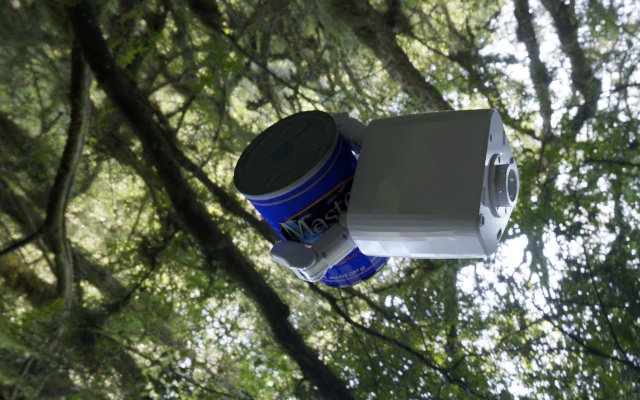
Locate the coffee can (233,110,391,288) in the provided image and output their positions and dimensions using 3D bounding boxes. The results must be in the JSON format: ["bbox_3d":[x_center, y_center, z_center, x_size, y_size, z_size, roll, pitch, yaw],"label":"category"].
[{"bbox_3d":[0.000,0.001,0.450,0.103,0.102,0.140,0,-40,38],"label":"coffee can"}]
